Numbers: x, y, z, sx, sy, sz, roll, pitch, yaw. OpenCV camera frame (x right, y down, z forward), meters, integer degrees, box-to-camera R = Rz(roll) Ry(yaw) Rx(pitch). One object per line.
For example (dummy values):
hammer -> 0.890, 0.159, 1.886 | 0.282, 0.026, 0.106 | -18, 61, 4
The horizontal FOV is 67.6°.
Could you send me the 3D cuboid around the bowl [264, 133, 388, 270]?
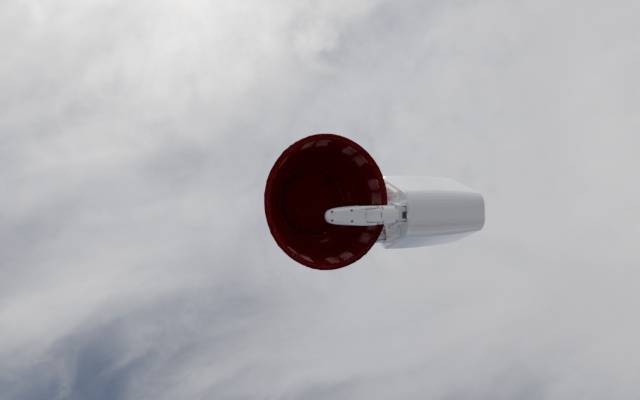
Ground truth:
bowl -> -0.001, 0.002, 0.585 | 0.162, 0.162, 0.055 | 0, 0, -25
